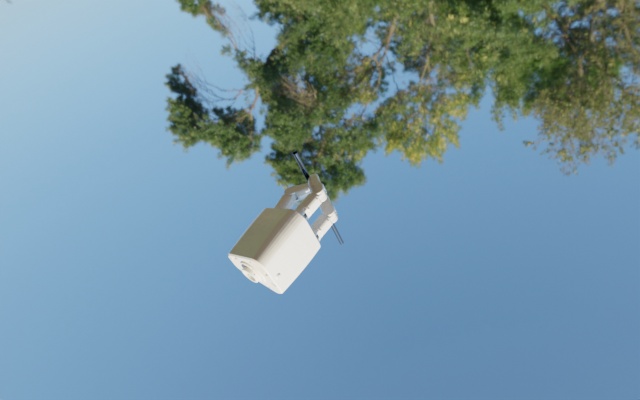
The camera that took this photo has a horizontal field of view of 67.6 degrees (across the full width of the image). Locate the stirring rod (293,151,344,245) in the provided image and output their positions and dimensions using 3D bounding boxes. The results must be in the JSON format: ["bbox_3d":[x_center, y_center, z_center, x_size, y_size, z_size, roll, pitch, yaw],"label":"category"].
[{"bbox_3d":[0.000,0.003,0.860,0.011,0.011,0.240,0,-42,28],"label":"stirring rod"}]
